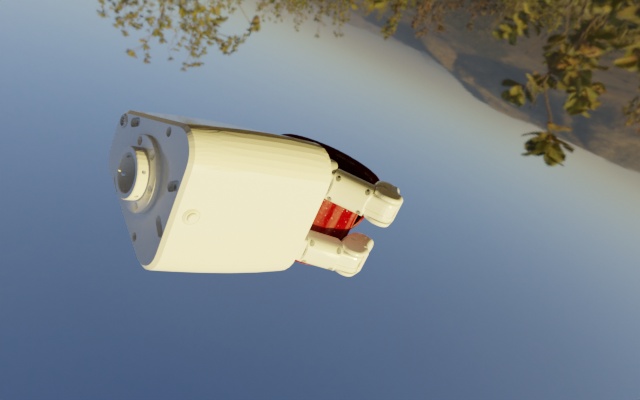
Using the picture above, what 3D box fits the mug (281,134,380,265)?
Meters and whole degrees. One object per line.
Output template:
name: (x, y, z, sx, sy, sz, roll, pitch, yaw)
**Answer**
mug: (0.001, 0.002, 0.415, 0.117, 0.081, 0.093, 6, 26, -45)
